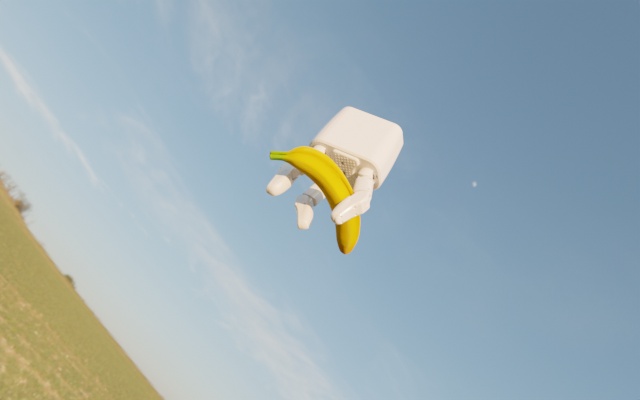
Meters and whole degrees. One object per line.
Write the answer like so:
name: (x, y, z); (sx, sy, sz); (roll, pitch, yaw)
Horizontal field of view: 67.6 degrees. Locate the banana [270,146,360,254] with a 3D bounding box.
banana: (0.013, -0.005, 0.654); (0.069, 0.198, 0.037); (-17, 31, 32)
